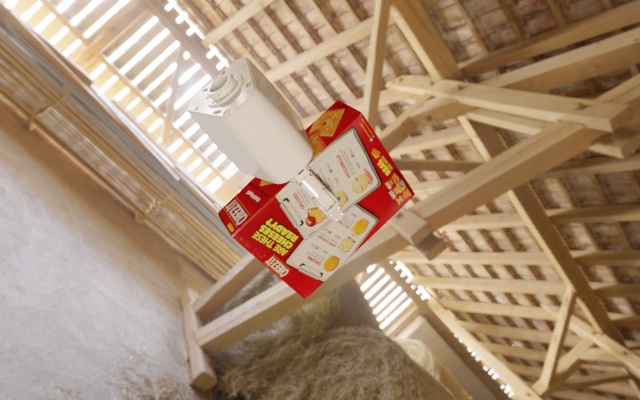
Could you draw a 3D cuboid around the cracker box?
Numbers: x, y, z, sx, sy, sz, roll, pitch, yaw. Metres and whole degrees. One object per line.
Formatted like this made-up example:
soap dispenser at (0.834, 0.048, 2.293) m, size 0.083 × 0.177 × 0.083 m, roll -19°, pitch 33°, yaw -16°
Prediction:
cracker box at (0.000, 0.002, 0.631) m, size 0.164 × 0.213 × 0.072 m, roll 49°, pitch -3°, yaw -38°
